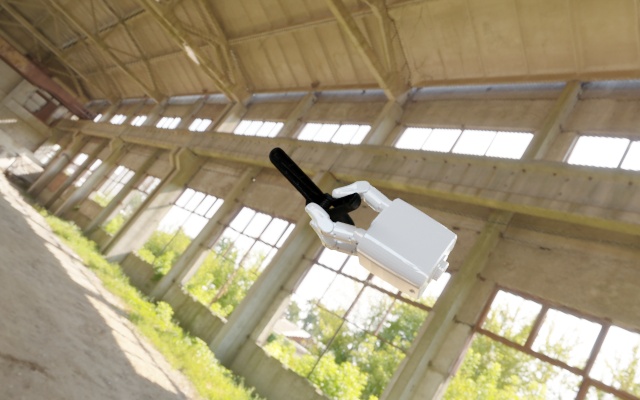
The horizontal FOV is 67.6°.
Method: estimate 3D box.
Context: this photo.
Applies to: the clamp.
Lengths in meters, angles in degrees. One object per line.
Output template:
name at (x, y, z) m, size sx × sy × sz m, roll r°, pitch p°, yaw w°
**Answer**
clamp at (0.001, 0.002, 0.755) m, size 0.164 × 0.036 × 0.210 m, roll 35°, pitch -16°, yaw 21°
